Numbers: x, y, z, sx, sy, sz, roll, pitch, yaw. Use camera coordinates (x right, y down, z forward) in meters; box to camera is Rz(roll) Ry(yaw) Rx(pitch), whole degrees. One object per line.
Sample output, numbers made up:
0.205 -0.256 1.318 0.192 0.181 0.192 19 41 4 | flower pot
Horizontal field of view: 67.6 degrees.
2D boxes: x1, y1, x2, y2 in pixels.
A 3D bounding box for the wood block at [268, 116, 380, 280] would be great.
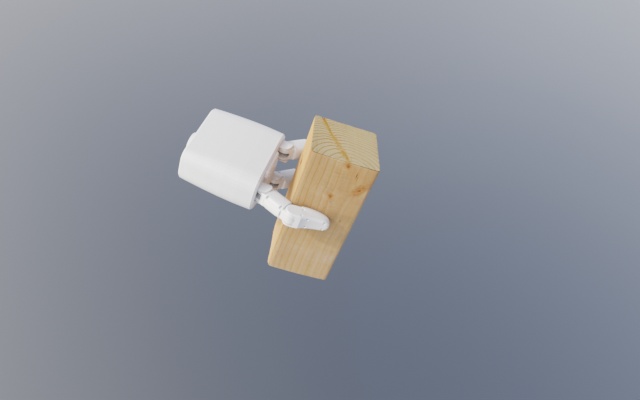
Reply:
0.000 0.002 0.662 0.090 0.206 0.090 16 37 -9 | wood block
